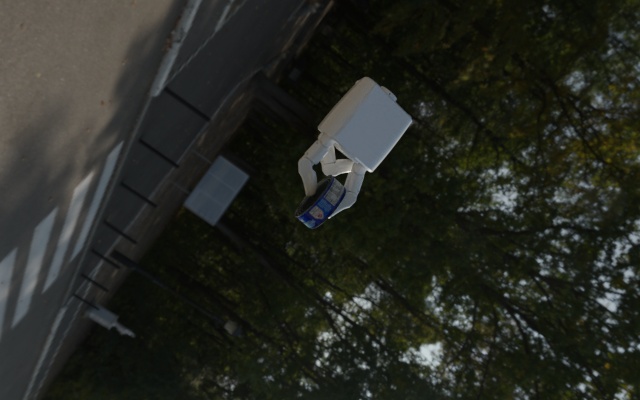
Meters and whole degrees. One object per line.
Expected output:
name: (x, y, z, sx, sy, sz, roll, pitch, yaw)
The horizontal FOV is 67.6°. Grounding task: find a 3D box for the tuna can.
tuna can: (0.000, 0.003, 0.742, 0.034, 0.086, 0.086, 42, -11, -12)
